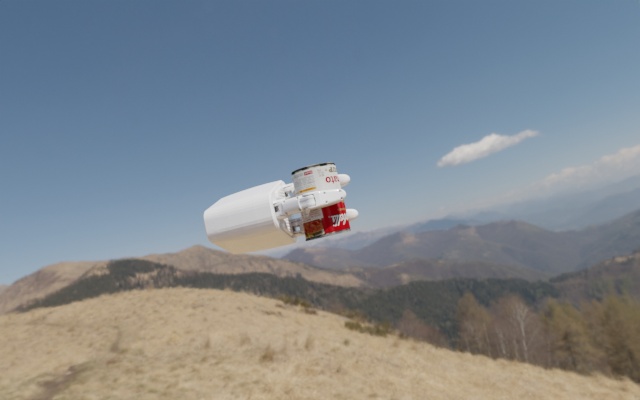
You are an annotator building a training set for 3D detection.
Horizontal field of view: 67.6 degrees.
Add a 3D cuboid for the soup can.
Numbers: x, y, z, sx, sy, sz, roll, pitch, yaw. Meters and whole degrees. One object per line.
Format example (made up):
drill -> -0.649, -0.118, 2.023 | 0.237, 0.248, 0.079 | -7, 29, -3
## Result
soup can -> 0.000, 0.002, 0.693 | 0.068, 0.102, 0.068 | -13, -5, -1
